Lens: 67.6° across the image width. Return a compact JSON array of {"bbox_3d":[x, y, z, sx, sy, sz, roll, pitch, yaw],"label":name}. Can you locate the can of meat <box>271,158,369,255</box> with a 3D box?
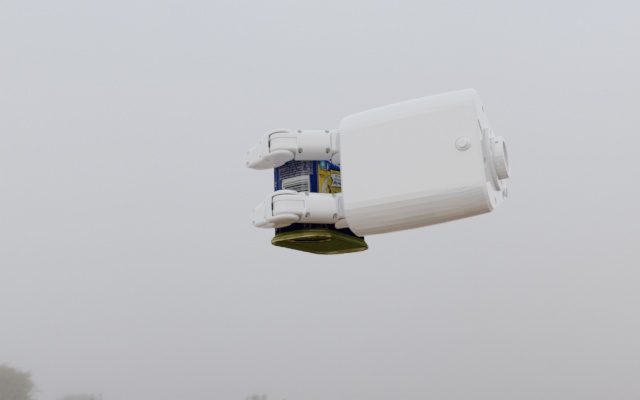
[{"bbox_3d":[0.000,0.001,0.437,0.057,0.084,0.102,-11,-17,30],"label":"can of meat"}]
